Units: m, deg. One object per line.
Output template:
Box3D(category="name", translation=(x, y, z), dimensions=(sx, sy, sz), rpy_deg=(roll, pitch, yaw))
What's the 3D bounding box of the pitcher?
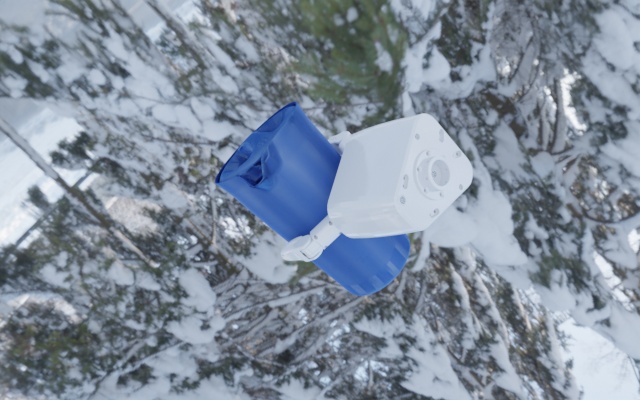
Box3D(category="pitcher", translation=(0.000, 0.002, 0.604), dimensions=(0.243, 0.149, 0.145), rpy_deg=(45, -27, -20))
